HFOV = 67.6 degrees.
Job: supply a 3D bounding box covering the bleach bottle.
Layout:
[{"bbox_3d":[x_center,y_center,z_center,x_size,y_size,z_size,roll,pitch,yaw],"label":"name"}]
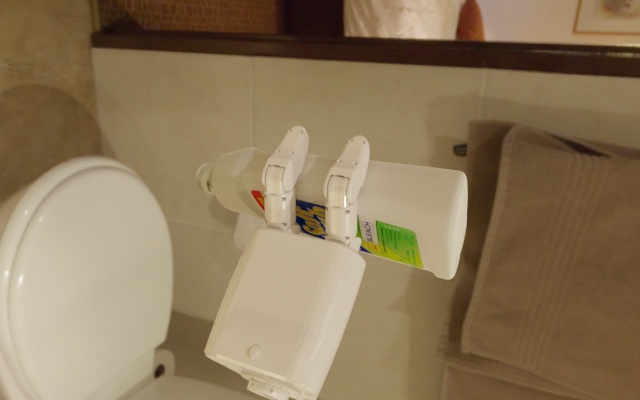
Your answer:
[{"bbox_3d":[0.000,0.001,0.436,0.251,0.068,0.103,10,-31,23],"label":"bleach bottle"}]
